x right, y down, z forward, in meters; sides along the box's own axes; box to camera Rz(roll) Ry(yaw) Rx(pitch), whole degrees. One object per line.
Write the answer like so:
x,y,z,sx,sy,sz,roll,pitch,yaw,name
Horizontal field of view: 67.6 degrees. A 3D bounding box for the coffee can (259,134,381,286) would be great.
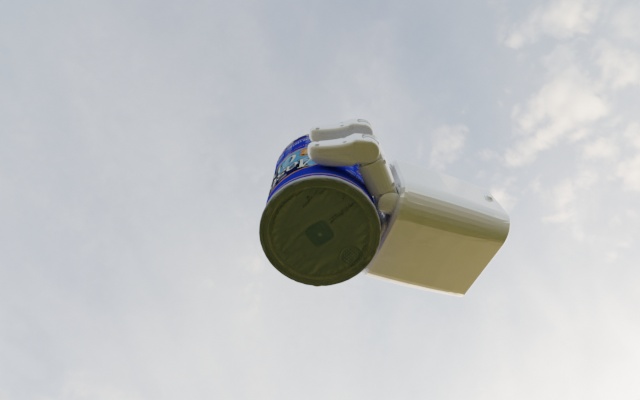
0.000,0.002,0.463,0.103,0.103,0.140,0,23,0,coffee can
